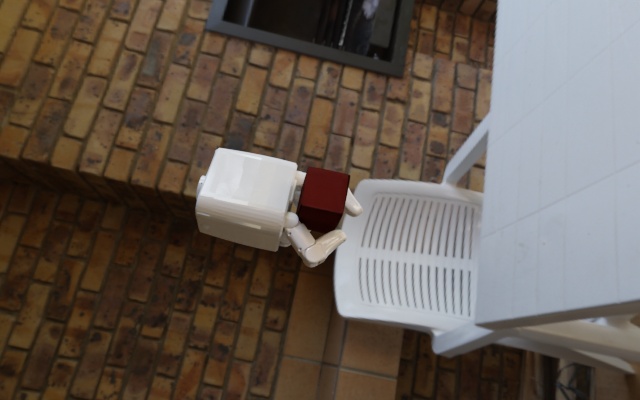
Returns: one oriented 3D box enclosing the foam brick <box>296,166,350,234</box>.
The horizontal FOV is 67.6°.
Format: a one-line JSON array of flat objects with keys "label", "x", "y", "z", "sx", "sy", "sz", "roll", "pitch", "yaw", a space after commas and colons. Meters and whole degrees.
[{"label": "foam brick", "x": 0.000, "y": 0.002, "z": 0.579, "sx": 0.051, "sy": 0.053, "sz": 0.078, "roll": 13, "pitch": -24, "yaw": -4}]
